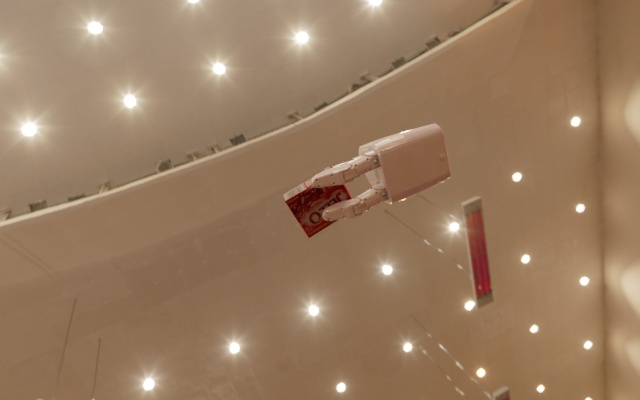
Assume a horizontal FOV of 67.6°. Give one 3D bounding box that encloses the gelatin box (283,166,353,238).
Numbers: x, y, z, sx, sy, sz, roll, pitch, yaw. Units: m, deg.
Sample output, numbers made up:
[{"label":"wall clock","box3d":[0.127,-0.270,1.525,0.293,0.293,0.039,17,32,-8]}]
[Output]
[{"label":"gelatin box","box3d":[0.000,0.002,0.718,0.089,0.073,0.030,-31,25,2]}]
